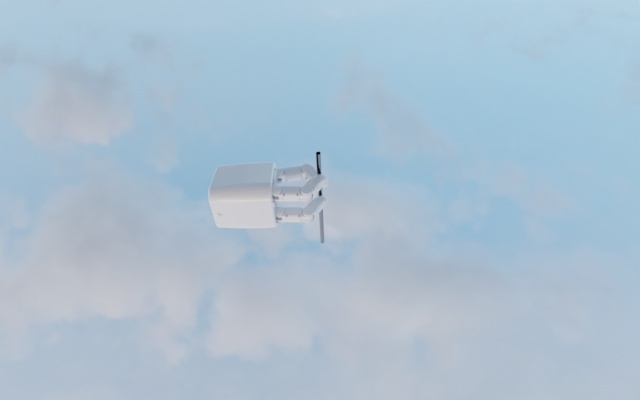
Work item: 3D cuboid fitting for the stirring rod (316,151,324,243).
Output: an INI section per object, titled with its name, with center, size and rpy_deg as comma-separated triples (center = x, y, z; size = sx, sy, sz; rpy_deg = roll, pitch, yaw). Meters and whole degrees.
[stirring rod]
center = 0.000, 0.003, 0.870
size = 0.011, 0.011, 0.240
rpy_deg = 0, -42, 2
